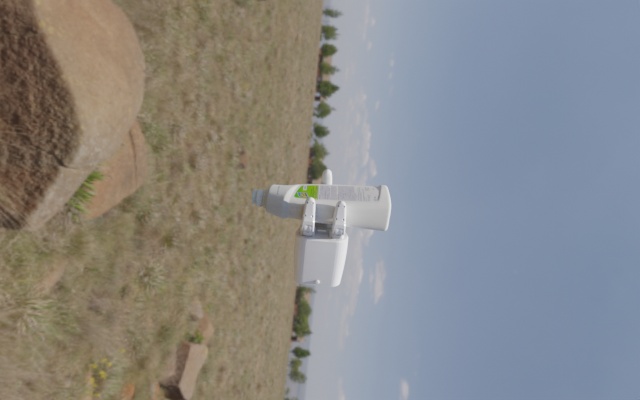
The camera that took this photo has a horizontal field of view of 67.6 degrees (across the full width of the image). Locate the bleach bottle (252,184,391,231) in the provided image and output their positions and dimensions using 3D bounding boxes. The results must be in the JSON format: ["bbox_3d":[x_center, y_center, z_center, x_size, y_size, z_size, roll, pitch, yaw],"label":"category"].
[{"bbox_3d":[0.000,0.003,0.891,0.251,0.068,0.102,6,25,-1],"label":"bleach bottle"}]
